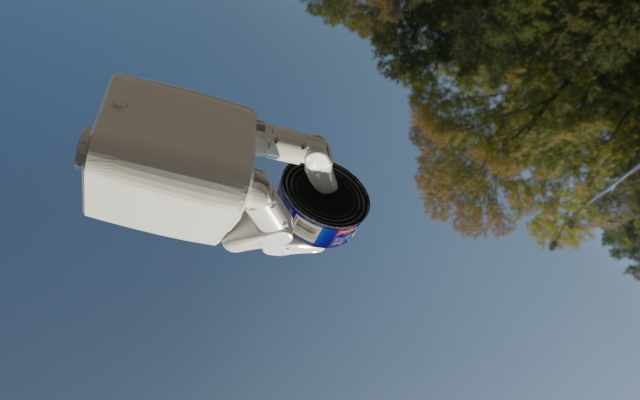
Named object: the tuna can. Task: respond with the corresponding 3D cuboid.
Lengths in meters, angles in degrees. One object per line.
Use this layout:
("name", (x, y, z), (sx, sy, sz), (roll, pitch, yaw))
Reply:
("tuna can", (0.000, 0.002, 0.441), (0.086, 0.086, 0.034), (0, -42, -29))
